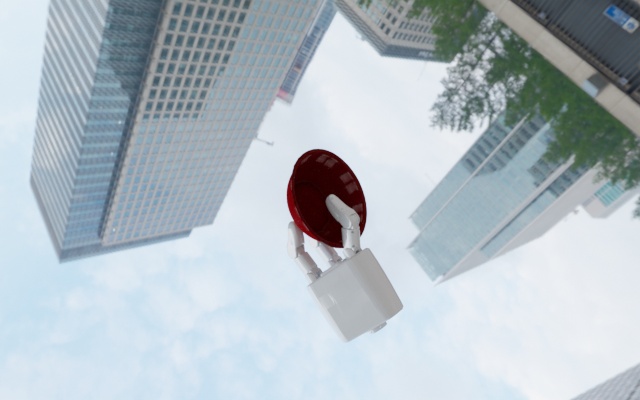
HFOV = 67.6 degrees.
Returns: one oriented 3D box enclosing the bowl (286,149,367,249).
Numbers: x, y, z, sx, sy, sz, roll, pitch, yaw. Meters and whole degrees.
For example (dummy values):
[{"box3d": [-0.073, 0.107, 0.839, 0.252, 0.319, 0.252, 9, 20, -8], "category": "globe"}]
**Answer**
[{"box3d": [0.000, 0.001, 0.754, 0.162, 0.162, 0.055, 0, -17, -45], "category": "bowl"}]
